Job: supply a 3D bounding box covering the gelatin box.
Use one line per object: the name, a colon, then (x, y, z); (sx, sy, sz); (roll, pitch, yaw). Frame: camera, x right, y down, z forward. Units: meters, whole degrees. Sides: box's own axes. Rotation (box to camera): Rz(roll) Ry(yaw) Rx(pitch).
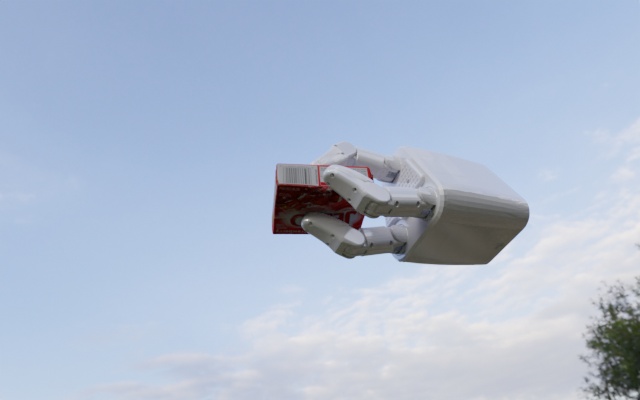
gelatin box: (0.000, 0.001, 0.452); (0.089, 0.030, 0.073); (2, -40, -8)
